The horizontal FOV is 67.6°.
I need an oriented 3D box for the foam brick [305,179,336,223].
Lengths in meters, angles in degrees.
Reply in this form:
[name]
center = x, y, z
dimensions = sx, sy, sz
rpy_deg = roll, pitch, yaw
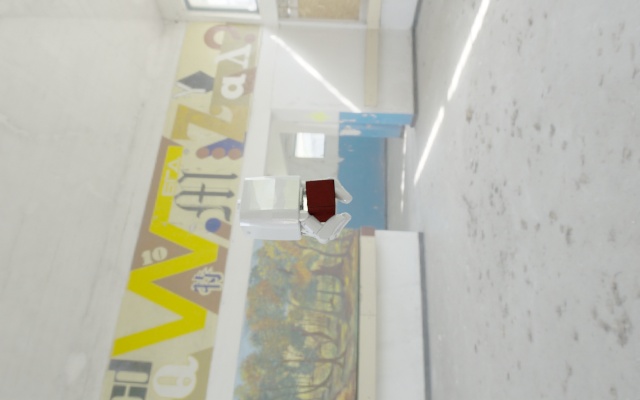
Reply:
[foam brick]
center = 0.000, 0.003, 0.851
dimensions = 0.051, 0.053, 0.078
rpy_deg = -2, -25, -1
